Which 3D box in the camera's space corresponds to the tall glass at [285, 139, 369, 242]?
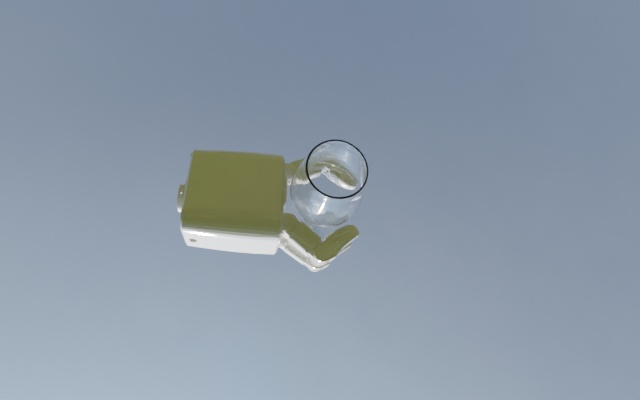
[{"bbox_3d":[0.000,0.002,0.548,0.079,0.079,0.201,0,-19,-10],"label":"tall glass"}]
